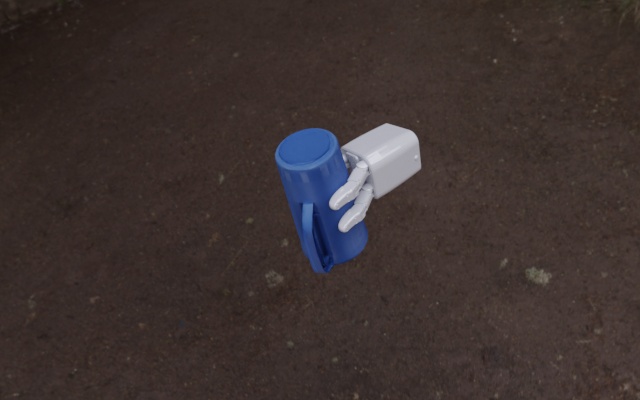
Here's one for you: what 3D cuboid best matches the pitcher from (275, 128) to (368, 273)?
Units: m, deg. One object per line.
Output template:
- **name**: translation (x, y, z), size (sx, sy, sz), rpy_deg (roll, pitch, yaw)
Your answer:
- **pitcher**: translation (0.000, 0.003, 0.853), size (0.145, 0.243, 0.149), rpy_deg (-31, 44, -13)
